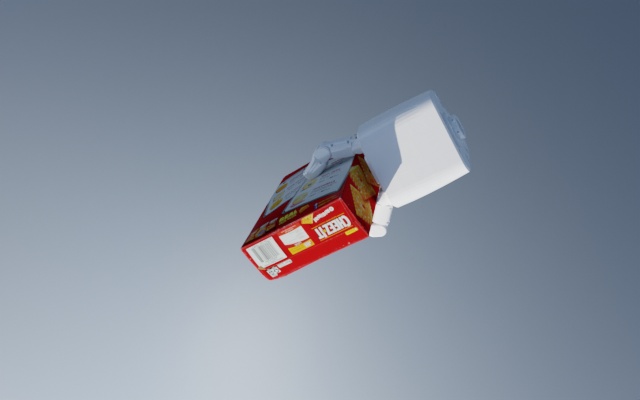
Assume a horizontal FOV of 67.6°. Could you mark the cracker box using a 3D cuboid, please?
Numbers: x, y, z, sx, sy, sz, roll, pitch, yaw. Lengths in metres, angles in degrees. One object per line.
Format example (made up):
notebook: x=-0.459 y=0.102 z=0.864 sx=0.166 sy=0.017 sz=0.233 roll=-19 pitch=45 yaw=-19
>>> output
cracker box: x=0.000 y=0.002 z=0.677 sx=0.164 sy=0.072 sz=0.213 roll=-28 pitch=19 yaw=26
